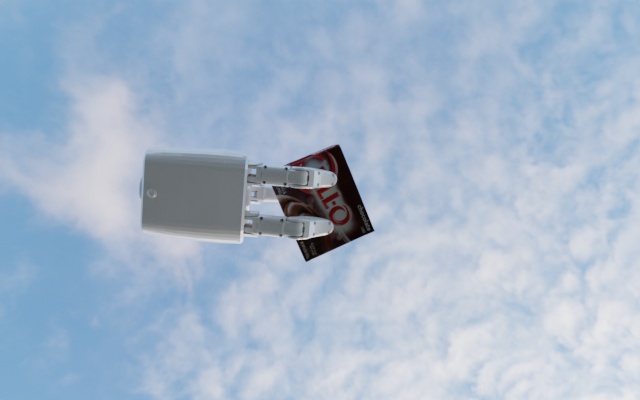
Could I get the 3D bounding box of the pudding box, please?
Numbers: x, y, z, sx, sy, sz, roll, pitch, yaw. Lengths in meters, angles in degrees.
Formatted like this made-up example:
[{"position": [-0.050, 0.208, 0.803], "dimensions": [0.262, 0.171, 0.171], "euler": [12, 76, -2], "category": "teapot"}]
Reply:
[{"position": [0.000, 0.002, 0.561], "dimensions": [0.090, 0.113, 0.039], "euler": [-24, 10, -4], "category": "pudding box"}]
